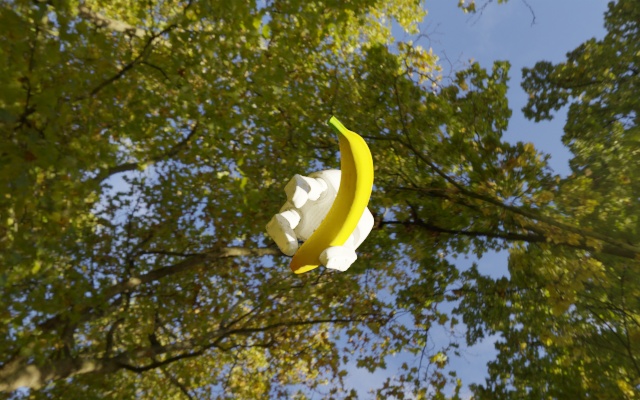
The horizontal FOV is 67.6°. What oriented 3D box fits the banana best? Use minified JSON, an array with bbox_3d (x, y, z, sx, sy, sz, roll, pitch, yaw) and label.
[{"bbox_3d":[0.019,0.004,0.561,0.069,0.198,0.037,17,17,6],"label":"banana"}]
